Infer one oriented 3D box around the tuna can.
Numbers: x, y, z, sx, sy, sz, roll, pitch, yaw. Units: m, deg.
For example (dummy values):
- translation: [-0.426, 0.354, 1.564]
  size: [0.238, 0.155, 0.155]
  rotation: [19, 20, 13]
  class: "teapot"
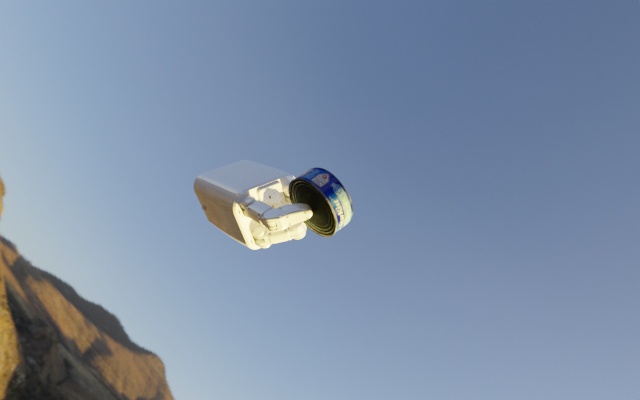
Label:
- translation: [0.001, 0.002, 0.603]
  size: [0.033, 0.086, 0.086]
  rotation: [-36, 19, -29]
  class: "tuna can"
